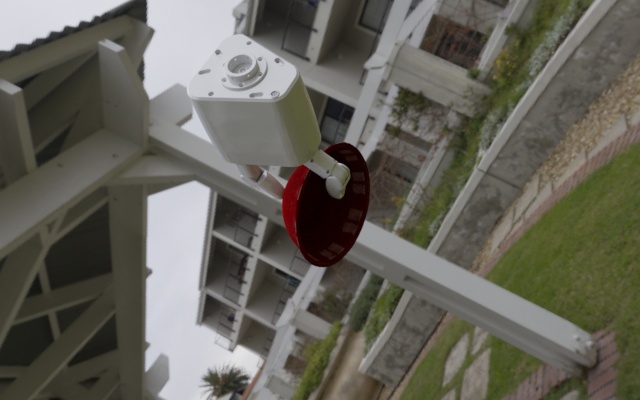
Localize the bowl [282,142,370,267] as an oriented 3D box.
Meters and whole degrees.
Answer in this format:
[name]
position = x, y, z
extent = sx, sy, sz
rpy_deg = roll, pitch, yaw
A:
[bowl]
position = 0.000, 0.003, 0.622
extent = 0.055, 0.162, 0.162
rpy_deg = 13, 8, 35
